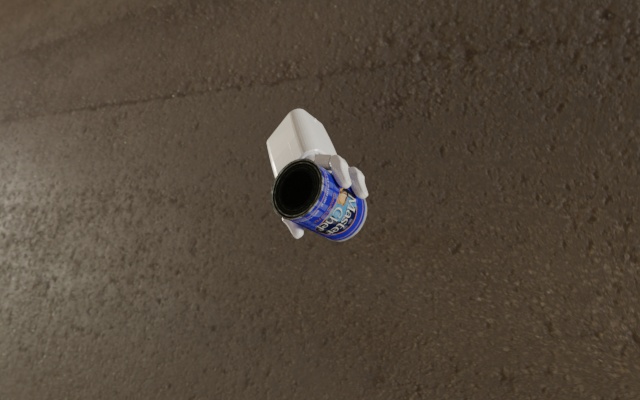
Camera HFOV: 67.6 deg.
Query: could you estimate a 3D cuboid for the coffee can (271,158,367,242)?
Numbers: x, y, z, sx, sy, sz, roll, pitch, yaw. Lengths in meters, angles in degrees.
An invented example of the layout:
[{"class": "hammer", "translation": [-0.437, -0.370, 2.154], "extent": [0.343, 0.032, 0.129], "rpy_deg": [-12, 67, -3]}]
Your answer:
[{"class": "coffee can", "translation": [0.000, 0.003, 0.801], "extent": [0.103, 0.102, 0.140], "rpy_deg": [0, -18, 36]}]
